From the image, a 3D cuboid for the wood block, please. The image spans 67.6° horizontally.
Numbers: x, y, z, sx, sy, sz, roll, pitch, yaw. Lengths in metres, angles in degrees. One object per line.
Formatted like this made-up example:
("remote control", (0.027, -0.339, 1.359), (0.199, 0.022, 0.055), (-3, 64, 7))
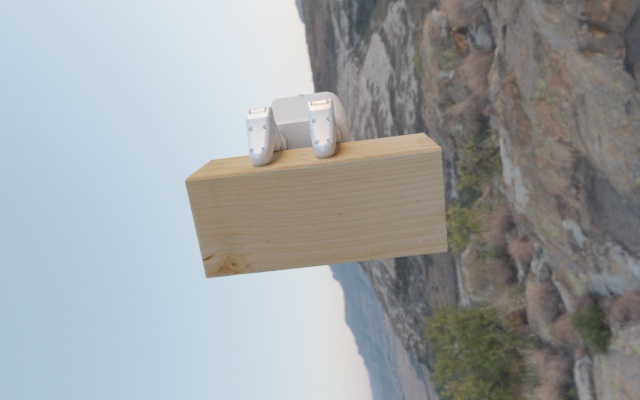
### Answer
("wood block", (0.000, 0.002, 0.430), (0.206, 0.091, 0.090), (-7, 16, 4))
